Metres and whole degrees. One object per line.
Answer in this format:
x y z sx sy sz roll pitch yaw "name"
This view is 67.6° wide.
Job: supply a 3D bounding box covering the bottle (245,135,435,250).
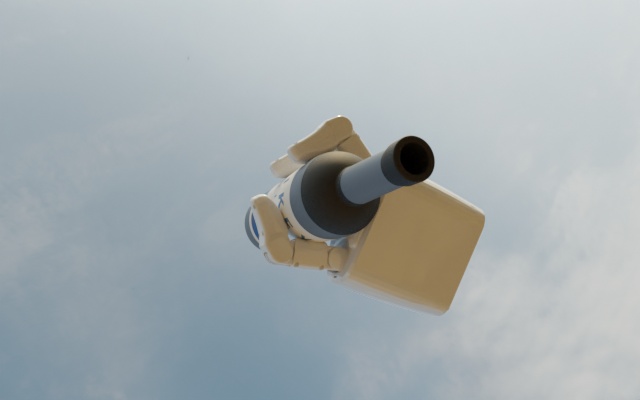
0.000 0.001 0.402 0.069 0.069 0.296 0 -10 -21 "bottle"
